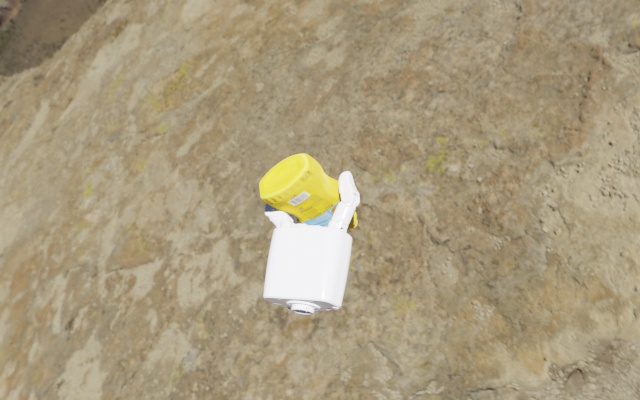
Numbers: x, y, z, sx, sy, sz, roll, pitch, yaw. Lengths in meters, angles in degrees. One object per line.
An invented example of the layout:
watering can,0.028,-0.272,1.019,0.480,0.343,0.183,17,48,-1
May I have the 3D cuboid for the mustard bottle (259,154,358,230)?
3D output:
mustard bottle,0.000,0.002,0.755,0.096,0.058,0.192,-33,-42,22
